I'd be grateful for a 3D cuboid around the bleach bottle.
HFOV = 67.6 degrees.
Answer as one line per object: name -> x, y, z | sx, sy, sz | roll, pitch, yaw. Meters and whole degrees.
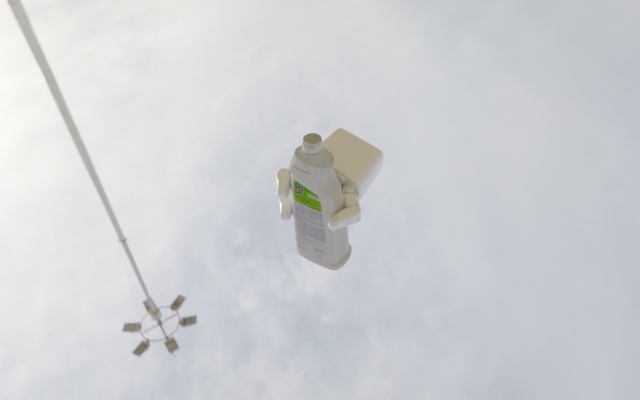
bleach bottle -> 0.000, 0.003, 0.789 | 0.102, 0.251, 0.068 | 21, 48, 24
